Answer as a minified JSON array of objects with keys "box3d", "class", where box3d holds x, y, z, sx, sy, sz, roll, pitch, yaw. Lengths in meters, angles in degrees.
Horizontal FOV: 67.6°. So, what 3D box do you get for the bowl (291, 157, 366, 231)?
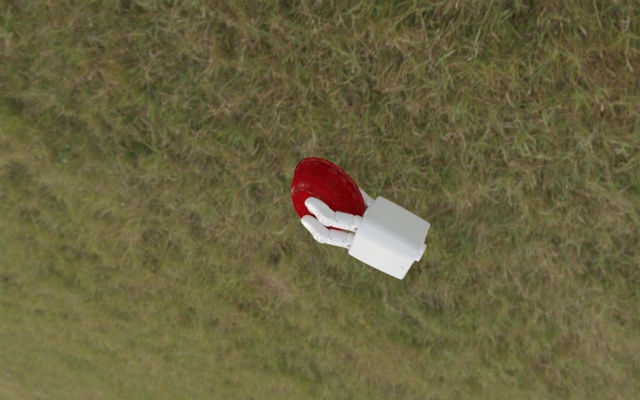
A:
[{"box3d":[-0.001,0.003,0.868,0.162,0.162,0.055,0,35,47],"class":"bowl"}]
